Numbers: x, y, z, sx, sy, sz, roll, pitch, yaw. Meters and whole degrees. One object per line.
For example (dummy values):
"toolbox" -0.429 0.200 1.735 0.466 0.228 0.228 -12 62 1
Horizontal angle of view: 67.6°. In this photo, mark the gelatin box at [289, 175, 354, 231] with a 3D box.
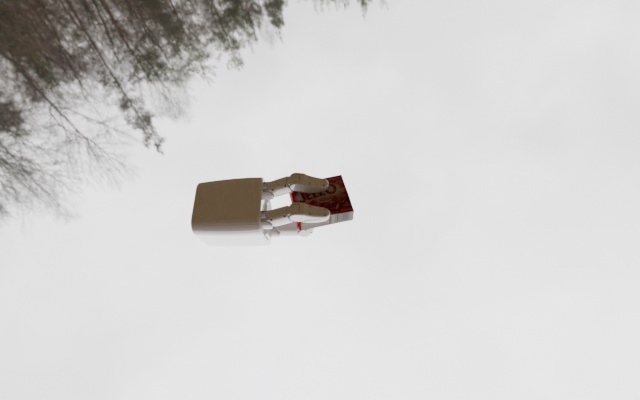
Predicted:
"gelatin box" 0.000 0.003 0.748 0.089 0.073 0.030 -11 -35 -9
